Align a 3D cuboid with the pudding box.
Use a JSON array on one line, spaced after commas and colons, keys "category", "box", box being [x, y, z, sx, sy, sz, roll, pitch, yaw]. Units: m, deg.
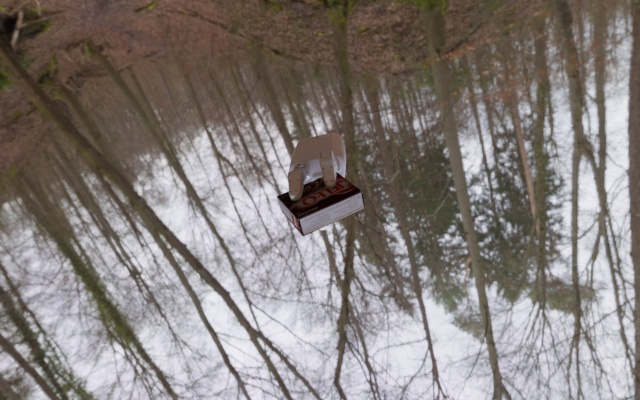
[{"category": "pudding box", "box": [0.000, 0.003, 0.753, 0.113, 0.039, 0.090, -26, 31, -14]}]
